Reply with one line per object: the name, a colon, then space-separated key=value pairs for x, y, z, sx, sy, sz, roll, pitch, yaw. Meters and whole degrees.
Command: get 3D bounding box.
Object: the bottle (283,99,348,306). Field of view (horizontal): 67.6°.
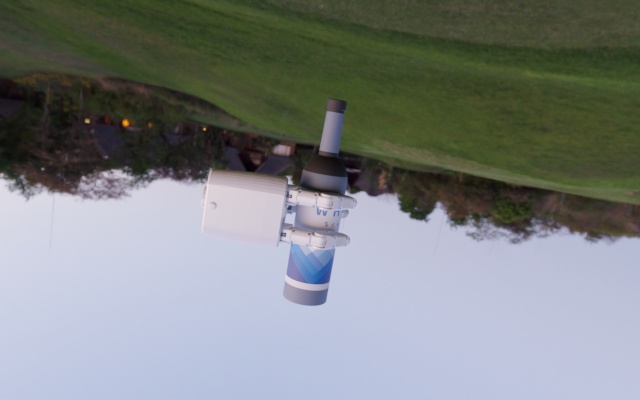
bottle: x=0.000 y=0.003 z=0.694 sx=0.069 sy=0.296 sz=0.069 roll=9 pitch=9 yaw=-1
